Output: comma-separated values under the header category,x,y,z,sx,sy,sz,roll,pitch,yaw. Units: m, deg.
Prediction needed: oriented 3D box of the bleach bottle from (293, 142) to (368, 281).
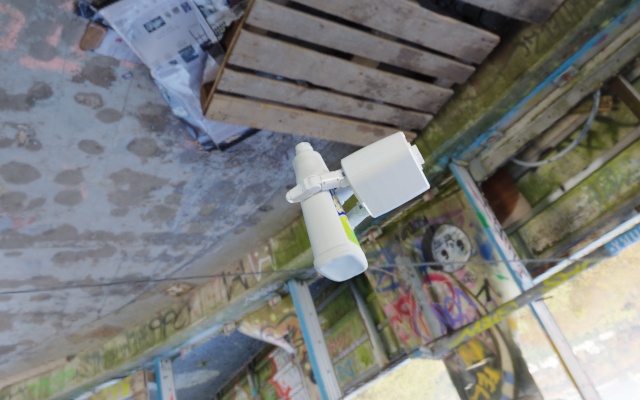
category,x,y,z,sx,sy,sz,roll,pitch,yaw
bleach bottle,0.000,0.003,0.786,0.068,0.250,0.103,-27,-32,12
